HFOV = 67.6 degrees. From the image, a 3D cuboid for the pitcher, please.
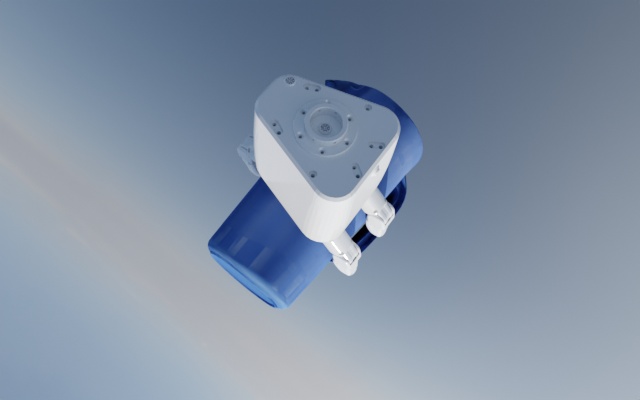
[{"bbox_3d":[0.000,0.002,0.533,0.149,0.242,0.145,37,-18,8],"label":"pitcher"}]
